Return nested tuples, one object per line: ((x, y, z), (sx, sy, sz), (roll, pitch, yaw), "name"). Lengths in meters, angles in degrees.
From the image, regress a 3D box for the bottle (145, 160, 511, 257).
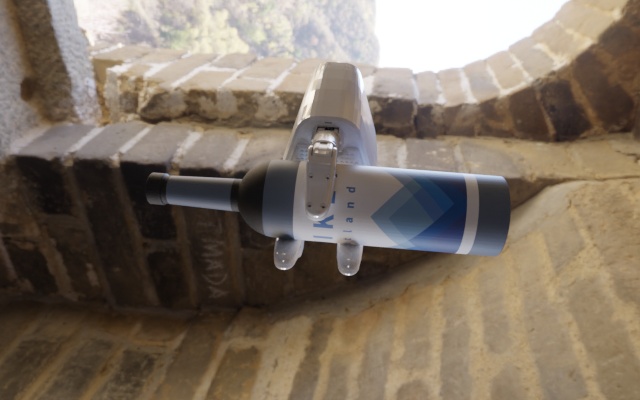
((0.000, 0.001, 0.404), (0.296, 0.069, 0.069), (5, 0, 4), "bottle")
